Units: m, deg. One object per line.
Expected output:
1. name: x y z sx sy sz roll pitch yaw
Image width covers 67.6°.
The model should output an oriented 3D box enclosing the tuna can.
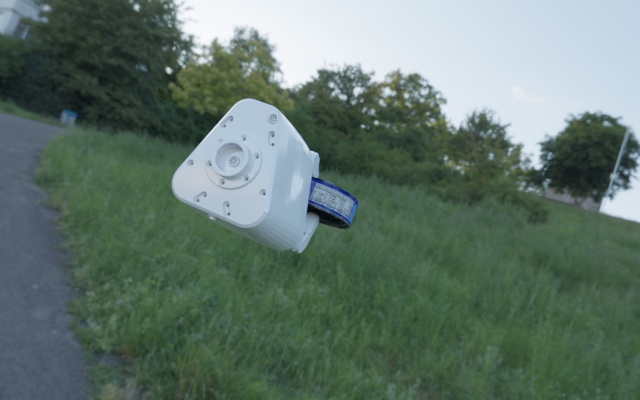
1. tuna can: 0.000 0.001 0.566 0.086 0.033 0.086 21 -12 5
